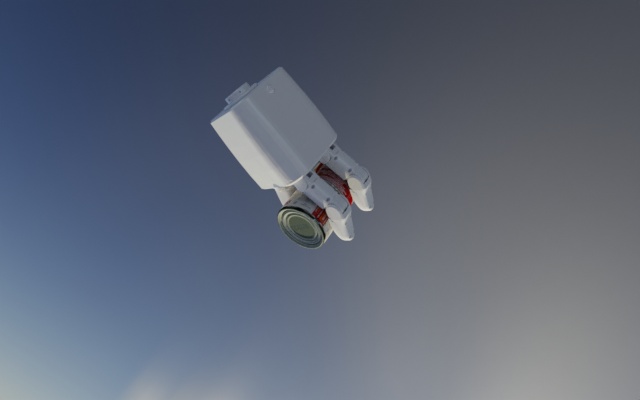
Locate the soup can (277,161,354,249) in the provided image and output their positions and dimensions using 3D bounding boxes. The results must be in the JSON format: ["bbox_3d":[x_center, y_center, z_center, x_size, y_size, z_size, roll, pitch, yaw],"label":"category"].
[{"bbox_3d":[0.000,0.003,0.597,0.068,0.068,0.102,0,39,38],"label":"soup can"}]
